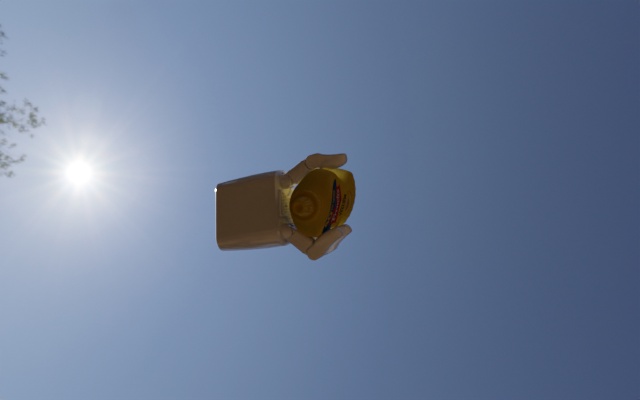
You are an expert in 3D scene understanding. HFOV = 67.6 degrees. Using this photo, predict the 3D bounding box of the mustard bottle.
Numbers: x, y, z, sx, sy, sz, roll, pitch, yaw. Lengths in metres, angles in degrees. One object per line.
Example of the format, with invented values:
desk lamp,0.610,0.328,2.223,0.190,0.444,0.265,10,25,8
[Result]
mustard bottle,0.001,0.002,0.683,0.058,0.096,0.191,17,8,16
